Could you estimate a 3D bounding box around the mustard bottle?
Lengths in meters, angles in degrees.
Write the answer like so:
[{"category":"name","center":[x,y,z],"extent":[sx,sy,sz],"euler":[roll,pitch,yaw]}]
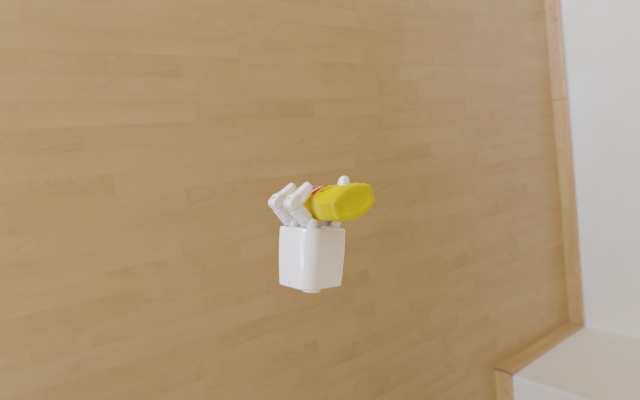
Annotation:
[{"category":"mustard bottle","center":[0.000,0.002,0.857],"extent":[0.096,0.058,0.191],"euler":[-26,15,-34]}]
